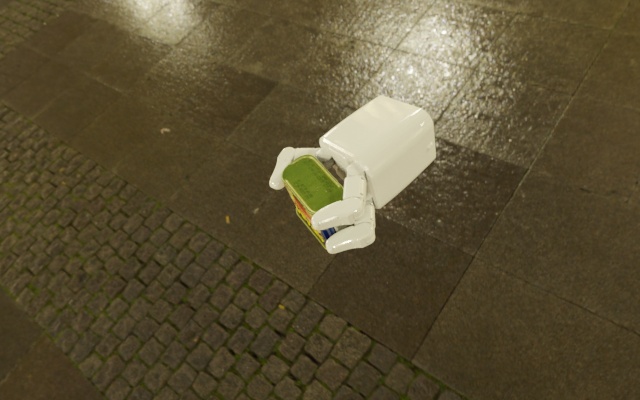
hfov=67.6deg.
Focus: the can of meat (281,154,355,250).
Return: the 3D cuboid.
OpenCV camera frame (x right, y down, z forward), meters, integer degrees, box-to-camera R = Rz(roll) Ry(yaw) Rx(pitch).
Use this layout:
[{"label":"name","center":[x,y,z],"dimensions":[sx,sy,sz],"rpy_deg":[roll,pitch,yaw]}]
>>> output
[{"label":"can of meat","center":[0.000,0.002,0.605],"dimensions":[0.057,0.102,0.084],"rpy_deg":[-35,-36,-8]}]
